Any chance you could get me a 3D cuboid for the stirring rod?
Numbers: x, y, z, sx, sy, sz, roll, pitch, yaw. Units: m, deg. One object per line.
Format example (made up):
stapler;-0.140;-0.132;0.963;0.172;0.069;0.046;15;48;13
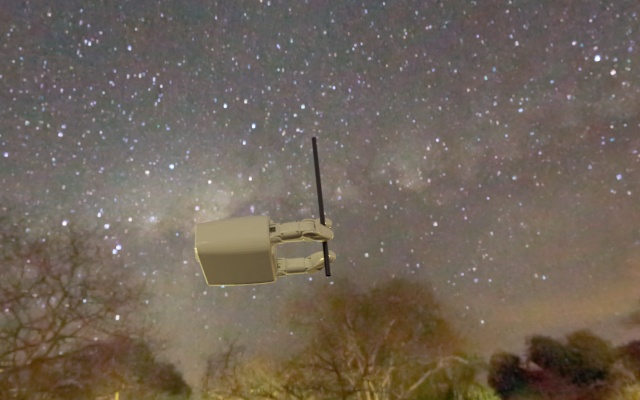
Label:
stirring rod;0.000;0.003;0.744;0.011;0.239;0.011;-5;-27;-2
